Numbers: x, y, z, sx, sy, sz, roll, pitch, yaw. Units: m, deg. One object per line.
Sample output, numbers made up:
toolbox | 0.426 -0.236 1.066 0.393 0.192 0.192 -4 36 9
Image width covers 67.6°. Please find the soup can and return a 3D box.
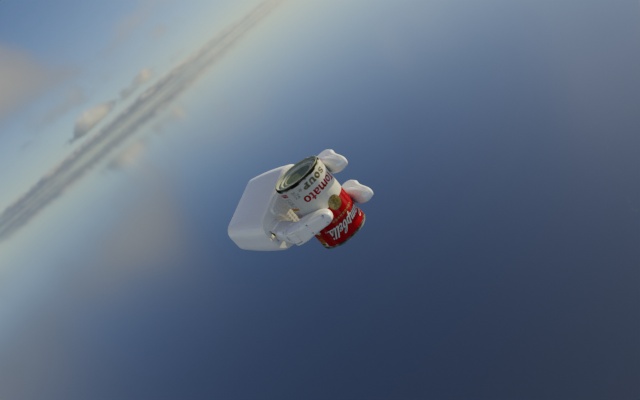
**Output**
soup can | 0.000 0.002 0.602 0.068 0.102 0.068 -34 22 16
